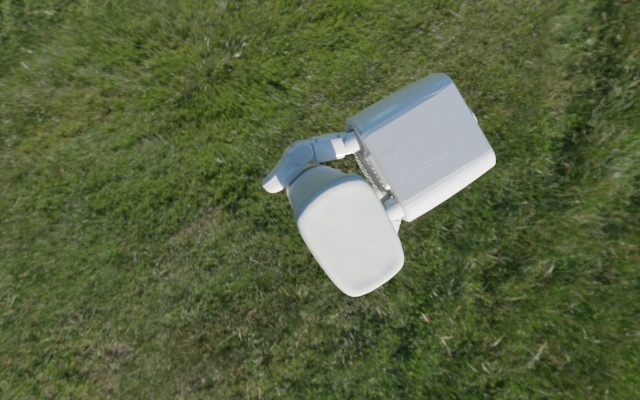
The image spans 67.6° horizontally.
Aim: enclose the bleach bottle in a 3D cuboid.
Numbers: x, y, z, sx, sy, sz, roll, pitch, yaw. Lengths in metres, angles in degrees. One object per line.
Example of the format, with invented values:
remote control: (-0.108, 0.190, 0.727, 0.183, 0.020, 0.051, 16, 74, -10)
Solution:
bleach bottle: (0.000, 0.002, 0.490, 0.068, 0.102, 0.250, -32, 19, -3)
